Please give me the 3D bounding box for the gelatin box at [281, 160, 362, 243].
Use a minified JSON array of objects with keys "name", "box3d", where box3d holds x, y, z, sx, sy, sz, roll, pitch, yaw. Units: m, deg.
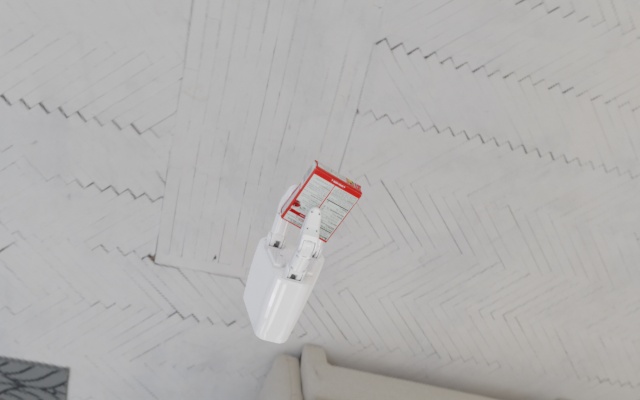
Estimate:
[{"name":"gelatin box","box3d":[0.000,0.002,0.629,0.073,0.089,0.030,29,23,-16]}]
